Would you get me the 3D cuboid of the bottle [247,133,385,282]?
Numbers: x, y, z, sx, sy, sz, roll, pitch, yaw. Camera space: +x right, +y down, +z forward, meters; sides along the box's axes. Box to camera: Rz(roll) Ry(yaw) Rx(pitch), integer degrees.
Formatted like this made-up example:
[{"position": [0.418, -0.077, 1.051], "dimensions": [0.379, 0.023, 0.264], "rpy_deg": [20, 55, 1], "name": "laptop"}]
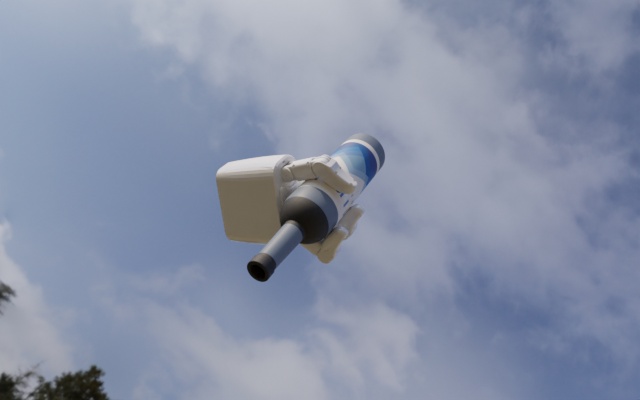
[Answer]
[{"position": [0.000, 0.002, 0.606], "dimensions": [0.069, 0.069, 0.295], "rpy_deg": [0, 29, 31], "name": "bottle"}]
